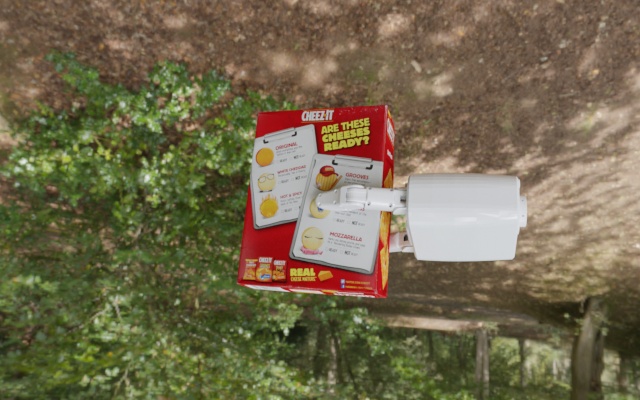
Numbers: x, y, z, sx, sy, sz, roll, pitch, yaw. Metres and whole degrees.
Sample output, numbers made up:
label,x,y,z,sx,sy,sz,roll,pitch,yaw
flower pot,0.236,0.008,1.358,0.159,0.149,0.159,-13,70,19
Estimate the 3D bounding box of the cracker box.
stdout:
label,x,y,z,sx,sy,sz,roll,pitch,yaw
cracker box,0.000,0.002,0.568,0.164,0.213,0.072,0,-15,17
